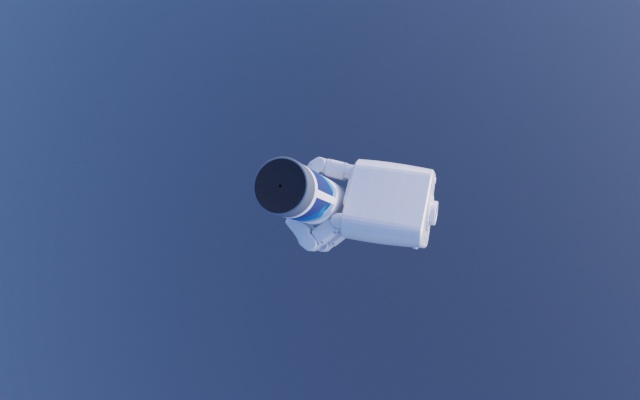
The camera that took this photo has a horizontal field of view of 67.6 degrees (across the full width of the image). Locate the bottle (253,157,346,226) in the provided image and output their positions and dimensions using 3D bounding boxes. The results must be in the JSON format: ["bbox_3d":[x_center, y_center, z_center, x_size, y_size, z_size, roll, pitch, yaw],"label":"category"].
[{"bbox_3d":[0.000,0.002,0.667,0.069,0.069,0.296,0,-7,18],"label":"bottle"}]
